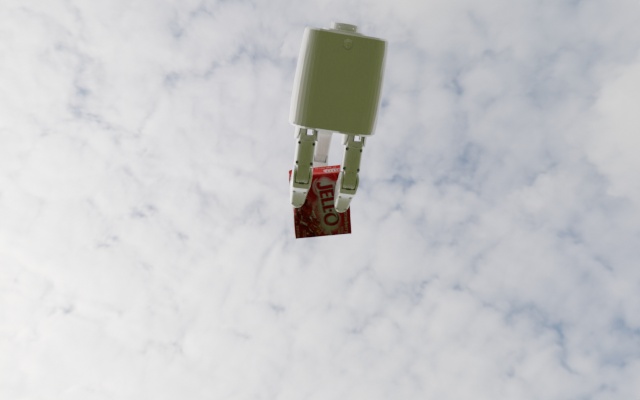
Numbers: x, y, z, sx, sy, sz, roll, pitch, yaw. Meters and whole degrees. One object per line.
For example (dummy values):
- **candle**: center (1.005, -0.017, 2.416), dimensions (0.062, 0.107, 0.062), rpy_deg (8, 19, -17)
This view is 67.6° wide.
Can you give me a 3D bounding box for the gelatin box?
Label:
- **gelatin box**: center (0.000, 0.002, 0.602), dimensions (0.073, 0.089, 0.030), rpy_deg (-5, 26, -2)
